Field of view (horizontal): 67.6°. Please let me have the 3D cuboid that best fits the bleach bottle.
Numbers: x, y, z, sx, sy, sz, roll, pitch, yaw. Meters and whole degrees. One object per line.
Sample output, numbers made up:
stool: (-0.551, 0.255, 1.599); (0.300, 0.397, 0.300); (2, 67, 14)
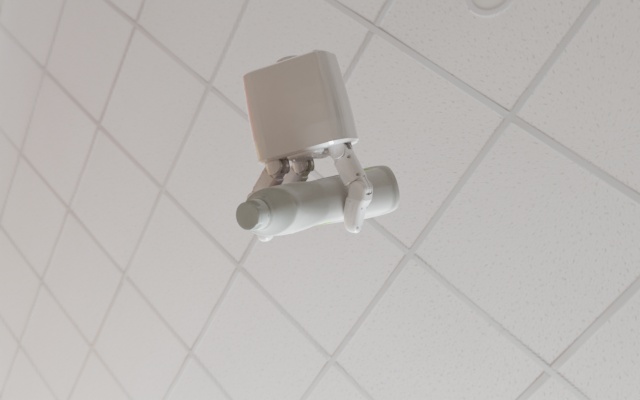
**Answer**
bleach bottle: (0.000, 0.002, 0.564); (0.102, 0.068, 0.251); (-15, -2, 31)
